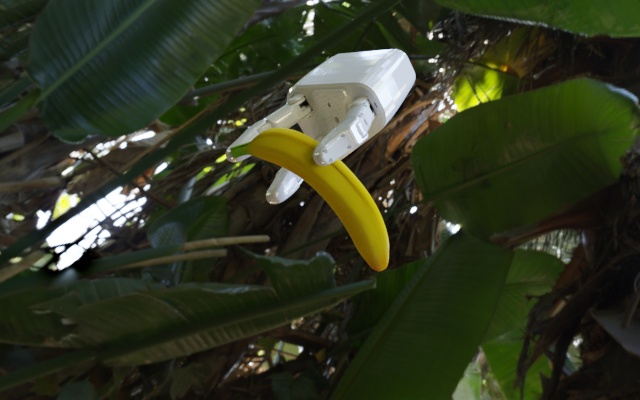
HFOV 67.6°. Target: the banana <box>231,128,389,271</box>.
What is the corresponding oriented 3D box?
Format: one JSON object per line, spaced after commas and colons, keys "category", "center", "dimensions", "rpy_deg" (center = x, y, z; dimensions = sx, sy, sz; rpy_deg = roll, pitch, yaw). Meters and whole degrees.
{"category": "banana", "center": [0.006, -0.010, 0.468], "dimensions": [0.070, 0.198, 0.037], "rpy_deg": [-46, 5, 46]}
